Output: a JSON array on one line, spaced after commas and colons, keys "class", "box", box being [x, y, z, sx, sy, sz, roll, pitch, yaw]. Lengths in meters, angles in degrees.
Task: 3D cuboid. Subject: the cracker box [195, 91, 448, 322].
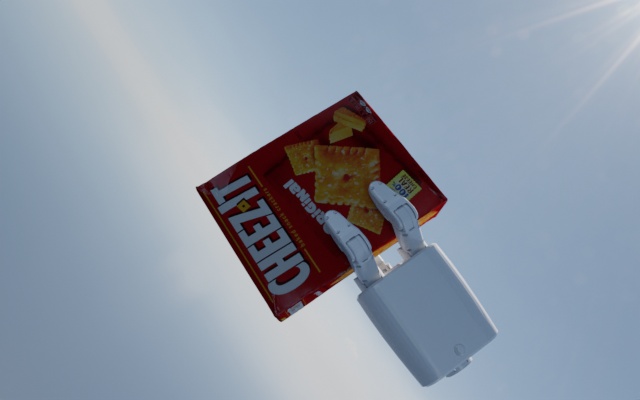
[{"class": "cracker box", "box": [0.000, 0.002, 0.520, 0.213, 0.164, 0.072, -32, -16, -10]}]
